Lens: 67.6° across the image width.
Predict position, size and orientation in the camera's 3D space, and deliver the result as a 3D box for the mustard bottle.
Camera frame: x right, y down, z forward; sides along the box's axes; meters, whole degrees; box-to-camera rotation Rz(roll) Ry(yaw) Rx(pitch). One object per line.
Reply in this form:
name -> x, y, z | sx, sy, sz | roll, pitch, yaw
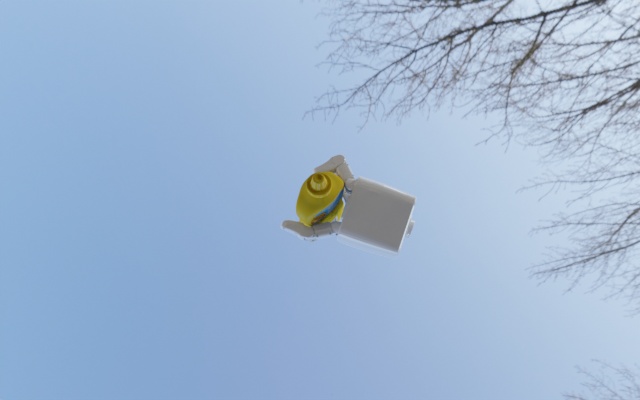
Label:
mustard bottle -> 0.000, 0.003, 0.817 | 0.058, 0.096, 0.192 | 43, -15, 16
